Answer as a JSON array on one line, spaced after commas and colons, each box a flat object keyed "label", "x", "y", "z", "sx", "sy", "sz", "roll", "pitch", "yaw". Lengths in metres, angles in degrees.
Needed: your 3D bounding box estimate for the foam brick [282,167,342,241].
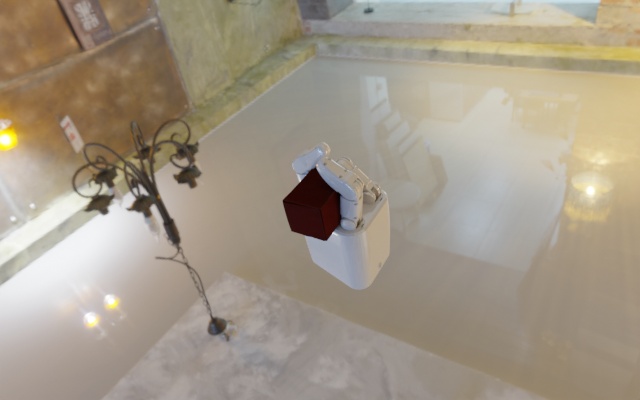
[{"label": "foam brick", "x": 0.000, "y": 0.002, "z": 0.576, "sx": 0.053, "sy": 0.051, "sz": 0.078, "roll": 14, "pitch": 44, "yaw": 28}]
